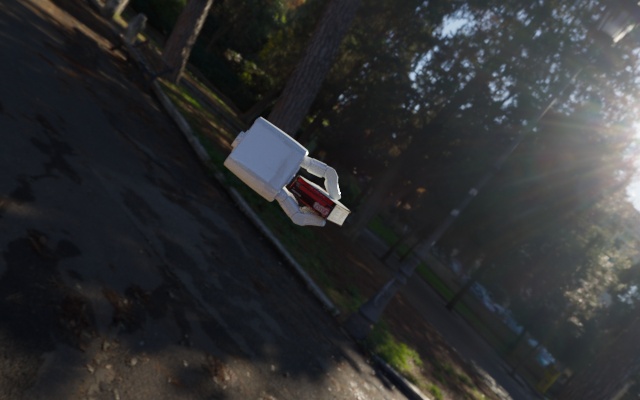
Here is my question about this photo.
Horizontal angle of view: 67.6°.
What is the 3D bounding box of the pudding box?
[{"bbox_3d":[0.000,0.003,0.870,0.090,0.039,0.113,38,5,19],"label":"pudding box"}]
